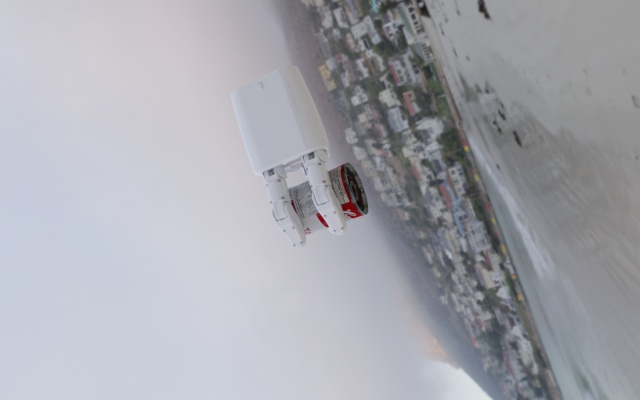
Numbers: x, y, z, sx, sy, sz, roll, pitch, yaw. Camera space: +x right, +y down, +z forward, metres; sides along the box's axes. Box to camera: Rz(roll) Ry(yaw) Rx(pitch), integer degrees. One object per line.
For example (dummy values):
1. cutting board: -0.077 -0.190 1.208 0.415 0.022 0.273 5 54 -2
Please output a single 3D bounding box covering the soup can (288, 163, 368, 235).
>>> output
1. soup can: 0.000 0.003 0.600 0.102 0.068 0.068 -21 -7 18
